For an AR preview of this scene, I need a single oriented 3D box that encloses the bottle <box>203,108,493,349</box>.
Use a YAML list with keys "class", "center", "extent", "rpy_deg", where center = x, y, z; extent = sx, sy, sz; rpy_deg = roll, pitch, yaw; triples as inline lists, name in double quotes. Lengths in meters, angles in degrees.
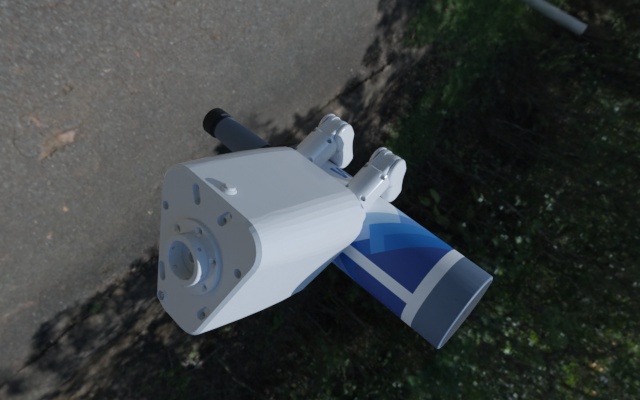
- class: "bottle"
  center: [0.000, 0.001, 0.410]
  extent: [0.295, 0.069, 0.069]
  rpy_deg: [37, 18, 25]
